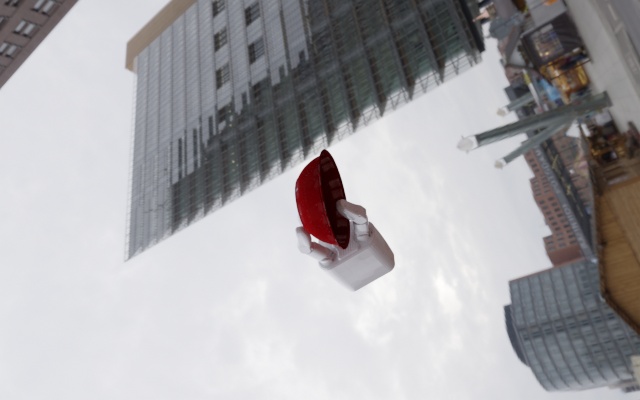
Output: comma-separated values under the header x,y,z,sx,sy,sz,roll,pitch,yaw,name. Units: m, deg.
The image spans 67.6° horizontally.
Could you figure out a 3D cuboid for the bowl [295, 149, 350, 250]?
x,y,z,sx,sy,sz,roll,pitch,yaw,name
-0.001,0.002,0.761,0.055,0.162,0.162,-11,-3,14,bowl
